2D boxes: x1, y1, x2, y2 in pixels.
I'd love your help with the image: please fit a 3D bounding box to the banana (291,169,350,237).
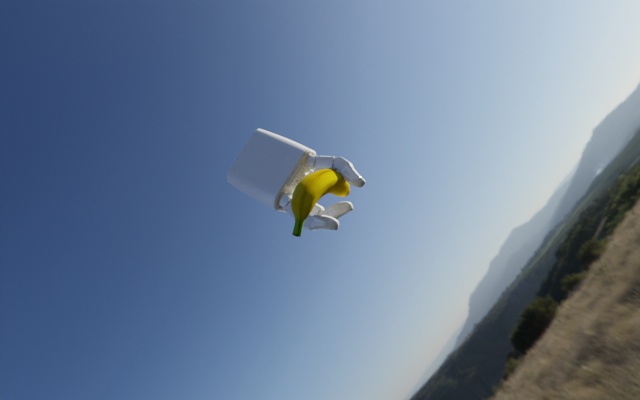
[{"bbox_3d":[0.001,-0.014,0.714,0.037,0.070,0.197,17,24,21],"label":"banana"}]
